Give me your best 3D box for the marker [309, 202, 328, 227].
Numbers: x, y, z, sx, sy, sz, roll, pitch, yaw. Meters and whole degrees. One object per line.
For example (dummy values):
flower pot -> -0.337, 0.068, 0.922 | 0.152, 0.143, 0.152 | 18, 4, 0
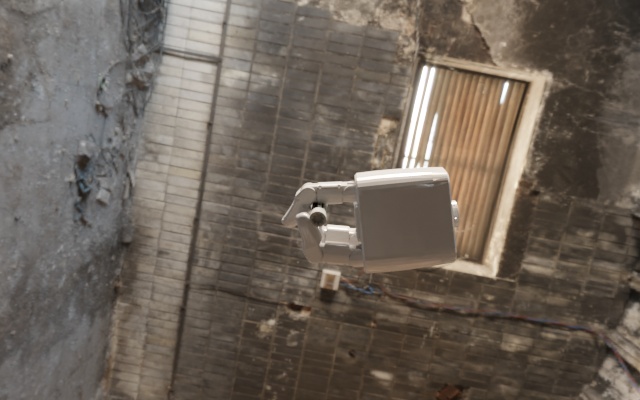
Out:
marker -> 0.000, 0.002, 0.586 | 0.020, 0.020, 0.121 | 0, 18, 3
